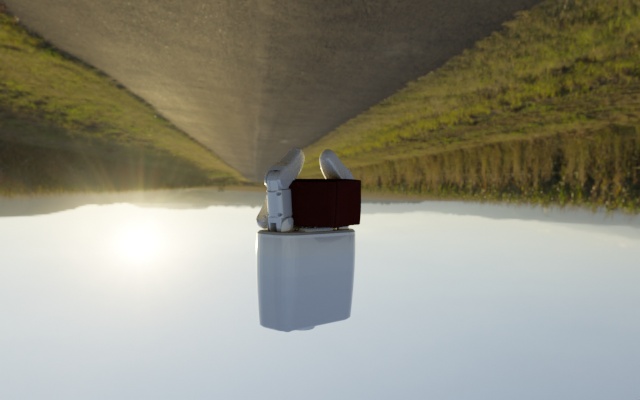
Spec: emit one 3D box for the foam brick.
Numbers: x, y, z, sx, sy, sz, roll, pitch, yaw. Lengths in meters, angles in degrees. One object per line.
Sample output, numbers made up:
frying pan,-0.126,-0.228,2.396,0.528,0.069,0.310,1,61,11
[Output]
foam brick,0.000,0.002,0.528,0.078,0.051,0.053,2,2,36
